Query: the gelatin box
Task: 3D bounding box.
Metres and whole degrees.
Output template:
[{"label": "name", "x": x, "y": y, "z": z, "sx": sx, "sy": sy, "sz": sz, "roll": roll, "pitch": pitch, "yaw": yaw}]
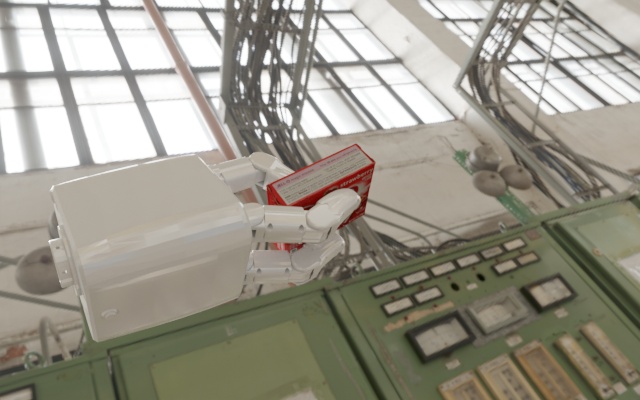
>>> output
[{"label": "gelatin box", "x": 0.000, "y": 0.001, "z": 0.401, "sx": 0.089, "sy": 0.030, "sz": 0.073, "roll": -28, "pitch": -31, "yaw": -22}]
